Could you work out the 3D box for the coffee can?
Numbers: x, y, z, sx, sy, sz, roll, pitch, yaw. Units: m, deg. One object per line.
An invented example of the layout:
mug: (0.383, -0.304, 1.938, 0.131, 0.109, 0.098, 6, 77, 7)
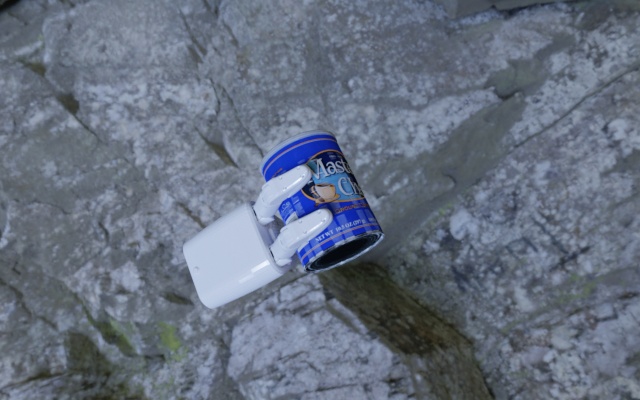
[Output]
coffee can: (0.000, 0.002, 0.572, 0.103, 0.140, 0.103, -22, -19, -8)
